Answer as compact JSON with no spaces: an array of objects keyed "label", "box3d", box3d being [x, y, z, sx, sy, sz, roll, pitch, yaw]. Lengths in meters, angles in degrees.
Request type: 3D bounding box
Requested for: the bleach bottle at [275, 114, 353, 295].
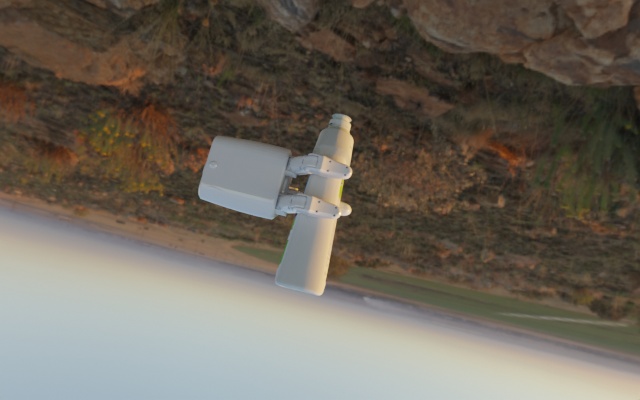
[{"label":"bleach bottle","box3d":[0.000,0.002,0.668,0.068,0.250,0.102,14,-12,1]}]
